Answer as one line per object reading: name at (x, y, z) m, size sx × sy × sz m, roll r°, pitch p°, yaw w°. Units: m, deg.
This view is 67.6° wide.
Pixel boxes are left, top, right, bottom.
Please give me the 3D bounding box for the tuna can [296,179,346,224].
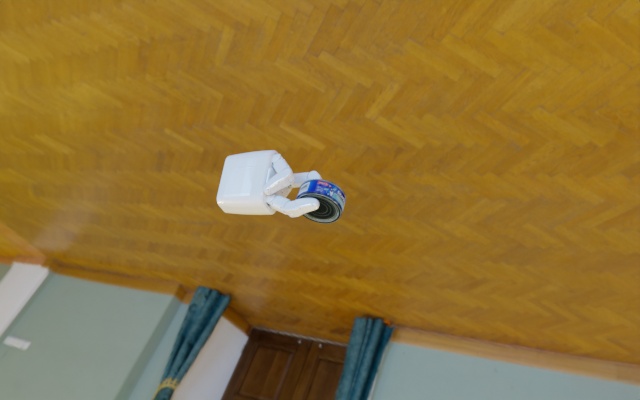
tuna can at (0.000, 0.003, 0.841) m, size 0.086 × 0.033 × 0.086 m, roll 11°, pitch -38°, yaw 9°
